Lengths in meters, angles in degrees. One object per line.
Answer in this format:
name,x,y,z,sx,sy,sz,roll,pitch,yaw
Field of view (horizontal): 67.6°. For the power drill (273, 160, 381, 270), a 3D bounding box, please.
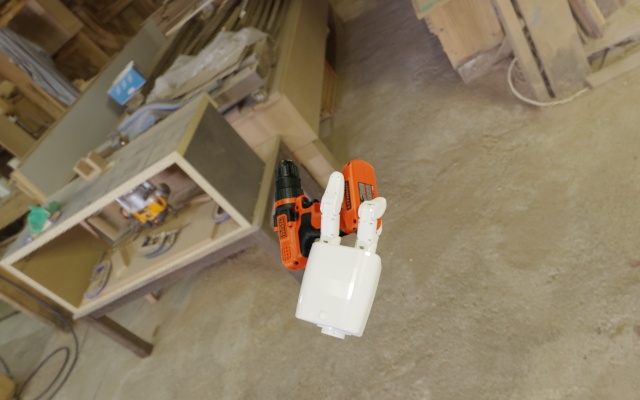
power drill,0.000,0.003,0.736,0.057,0.184,0.188,6,-20,-44
